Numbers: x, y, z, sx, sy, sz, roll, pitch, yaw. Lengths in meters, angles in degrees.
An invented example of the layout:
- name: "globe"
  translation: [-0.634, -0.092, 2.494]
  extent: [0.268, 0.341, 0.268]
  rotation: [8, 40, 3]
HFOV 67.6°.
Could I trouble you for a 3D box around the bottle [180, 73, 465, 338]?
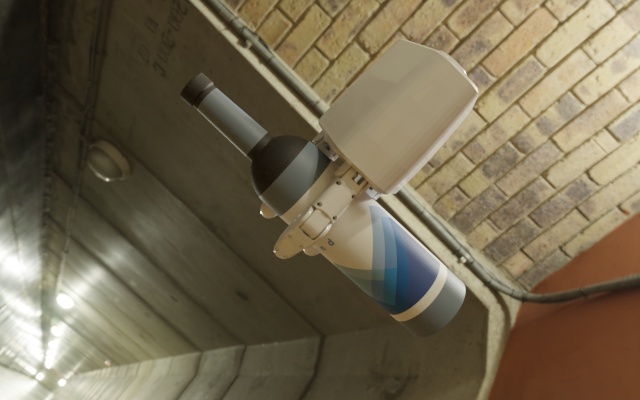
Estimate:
- name: "bottle"
  translation: [0.000, 0.002, 0.418]
  extent: [0.296, 0.069, 0.069]
  rotation: [42, -7, -8]
